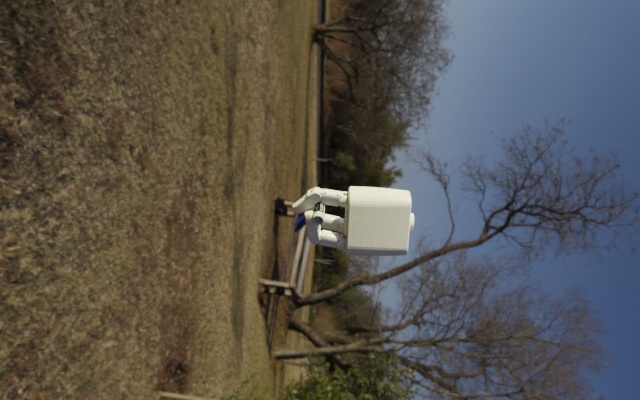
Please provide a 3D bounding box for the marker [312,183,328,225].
[{"bbox_3d":[0.000,0.003,0.832,0.020,0.020,0.121,0,30,4],"label":"marker"}]
